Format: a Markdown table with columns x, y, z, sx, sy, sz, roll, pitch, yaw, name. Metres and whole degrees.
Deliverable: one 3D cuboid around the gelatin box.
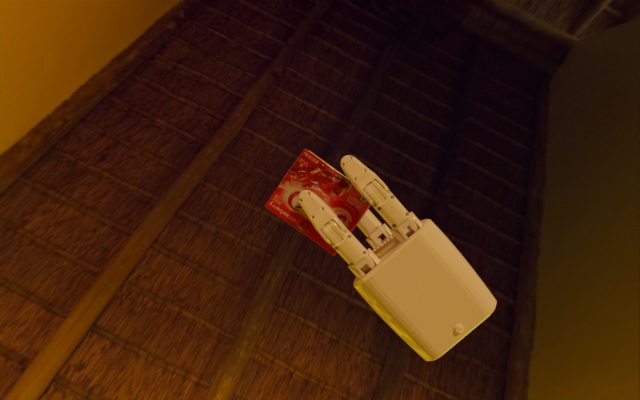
| x | y | z | sx | sy | sz | roll | pitch | yaw | name |
| --- | --- | --- | --- | --- | --- | --- | --- | --- | --- |
| 0.000 | 0.001 | 0.493 | 0.089 | 0.073 | 0.030 | 36 | 5 | 6 | gelatin box |
